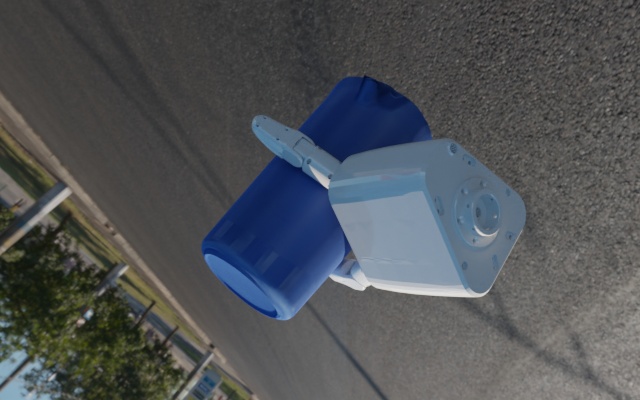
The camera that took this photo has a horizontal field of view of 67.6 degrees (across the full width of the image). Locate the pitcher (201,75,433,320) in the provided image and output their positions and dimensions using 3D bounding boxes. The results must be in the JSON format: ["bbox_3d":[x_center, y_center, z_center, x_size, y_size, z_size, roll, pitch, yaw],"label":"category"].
[{"bbox_3d":[0.000,0.002,0.491,0.242,0.149,0.145,-49,22,-26],"label":"pitcher"}]
